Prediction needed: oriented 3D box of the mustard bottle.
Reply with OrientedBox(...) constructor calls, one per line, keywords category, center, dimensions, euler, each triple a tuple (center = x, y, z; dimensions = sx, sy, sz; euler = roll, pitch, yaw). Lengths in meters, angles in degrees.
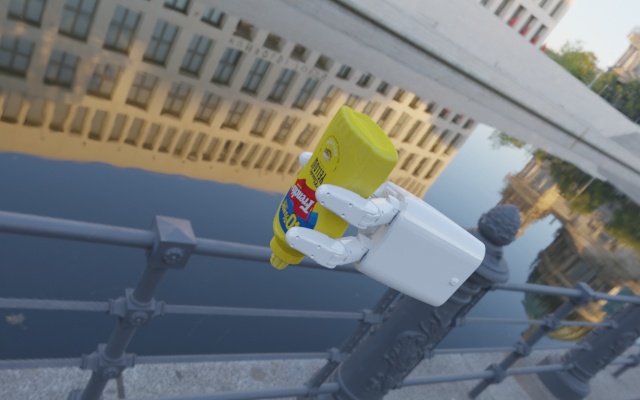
OrientedBox(category="mustard bottle", center=(0.000, 0.001, 0.506), dimensions=(0.058, 0.192, 0.096), euler=(16, 31, -34))
